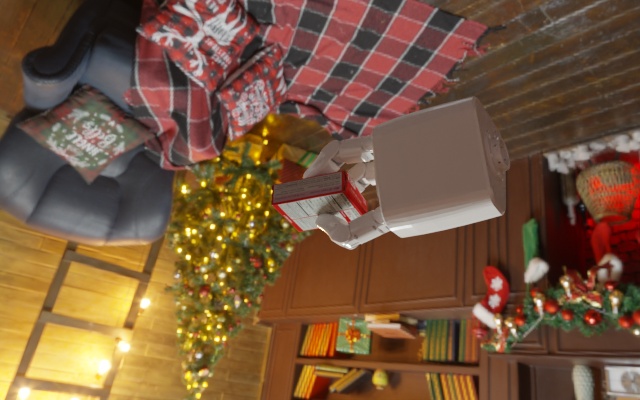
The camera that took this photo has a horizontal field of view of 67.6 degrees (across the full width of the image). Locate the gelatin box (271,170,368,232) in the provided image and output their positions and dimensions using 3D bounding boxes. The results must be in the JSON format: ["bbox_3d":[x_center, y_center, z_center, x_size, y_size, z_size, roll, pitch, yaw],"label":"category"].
[{"bbox_3d":[0.000,0.002,0.538,0.089,0.030,0.073,-11,-31,20],"label":"gelatin box"}]
